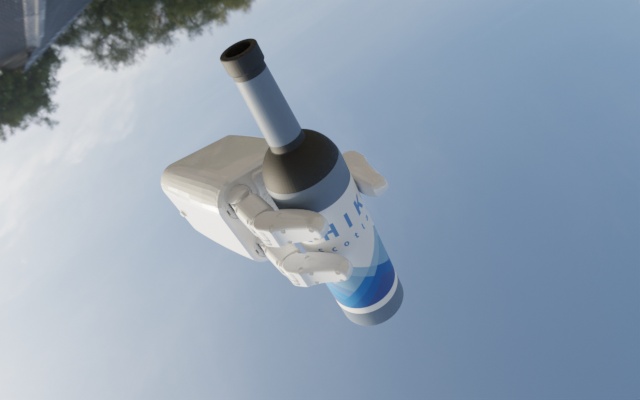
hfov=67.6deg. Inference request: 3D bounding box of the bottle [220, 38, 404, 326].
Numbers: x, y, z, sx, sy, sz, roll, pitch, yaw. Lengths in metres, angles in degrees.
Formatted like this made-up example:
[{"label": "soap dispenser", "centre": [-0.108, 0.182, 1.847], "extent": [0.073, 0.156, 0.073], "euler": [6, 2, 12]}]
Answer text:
[{"label": "bottle", "centre": [0.000, 0.002, 0.406], "extent": [0.069, 0.069, 0.296], "euler": [0, -43, 30]}]
